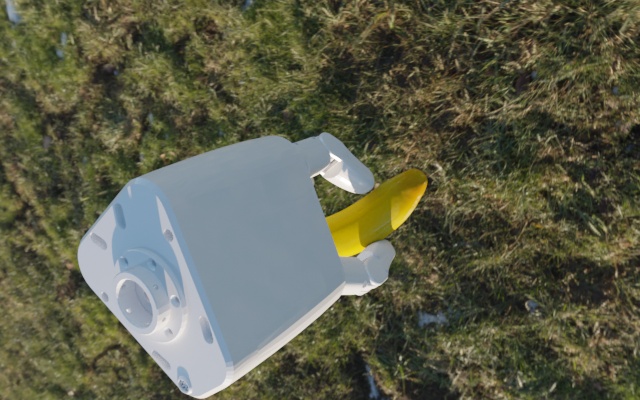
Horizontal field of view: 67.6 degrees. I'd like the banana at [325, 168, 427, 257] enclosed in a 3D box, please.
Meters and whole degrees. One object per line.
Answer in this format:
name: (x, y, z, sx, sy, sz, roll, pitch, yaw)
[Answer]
banana: (0.001, 0.020, 0.408, 0.198, 0.069, 0.037, -7, 8, 35)
